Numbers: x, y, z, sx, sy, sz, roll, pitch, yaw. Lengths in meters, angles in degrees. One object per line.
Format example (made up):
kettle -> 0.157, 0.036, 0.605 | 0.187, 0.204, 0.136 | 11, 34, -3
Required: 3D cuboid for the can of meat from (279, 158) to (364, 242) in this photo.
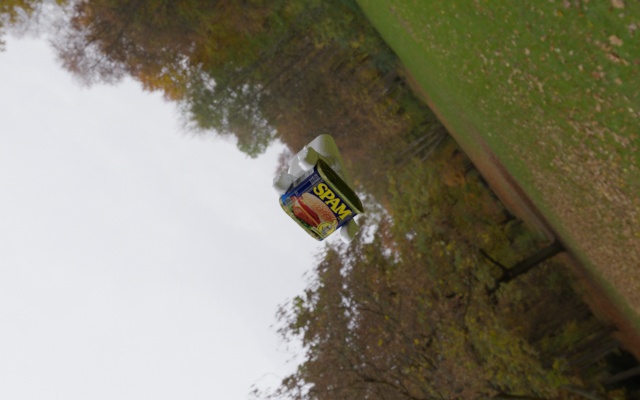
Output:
can of meat -> 0.000, 0.003, 0.716 | 0.084, 0.102, 0.057 | -38, 24, 17
